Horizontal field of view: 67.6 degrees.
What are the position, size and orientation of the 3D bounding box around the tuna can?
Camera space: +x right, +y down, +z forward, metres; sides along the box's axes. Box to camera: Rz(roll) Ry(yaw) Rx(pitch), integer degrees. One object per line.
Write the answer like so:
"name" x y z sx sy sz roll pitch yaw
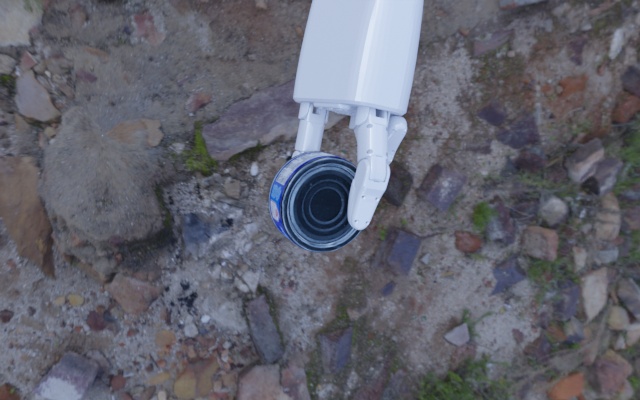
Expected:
"tuna can" 0.000 0.002 0.416 0.086 0.086 0.033 0 13 -24
